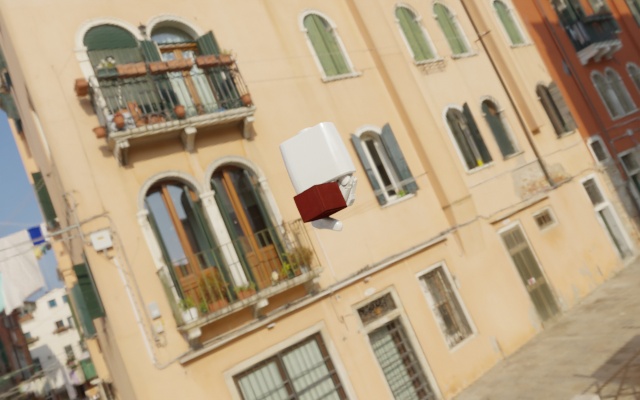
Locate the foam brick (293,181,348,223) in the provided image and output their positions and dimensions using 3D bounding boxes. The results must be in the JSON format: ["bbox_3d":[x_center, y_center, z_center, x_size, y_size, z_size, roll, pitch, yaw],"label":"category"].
[{"bbox_3d":[0.000,0.003,0.835,0.053,0.051,0.078,-28,-9,31],"label":"foam brick"}]
